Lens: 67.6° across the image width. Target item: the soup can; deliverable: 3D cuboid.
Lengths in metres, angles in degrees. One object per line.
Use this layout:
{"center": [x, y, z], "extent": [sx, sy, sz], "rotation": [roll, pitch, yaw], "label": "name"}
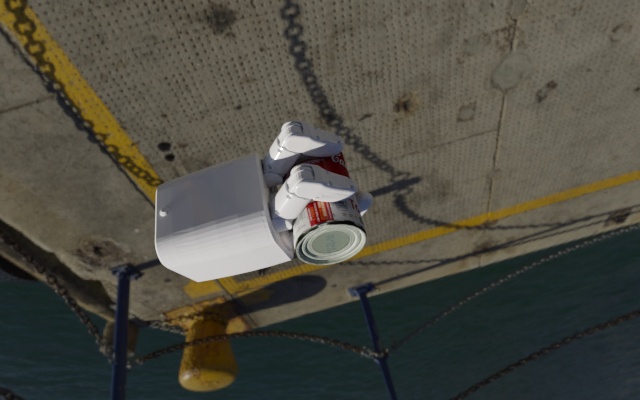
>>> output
{"center": [0.001, 0.002, 0.457], "extent": [0.068, 0.102, 0.069], "rotation": [-9, -38, -7], "label": "soup can"}
